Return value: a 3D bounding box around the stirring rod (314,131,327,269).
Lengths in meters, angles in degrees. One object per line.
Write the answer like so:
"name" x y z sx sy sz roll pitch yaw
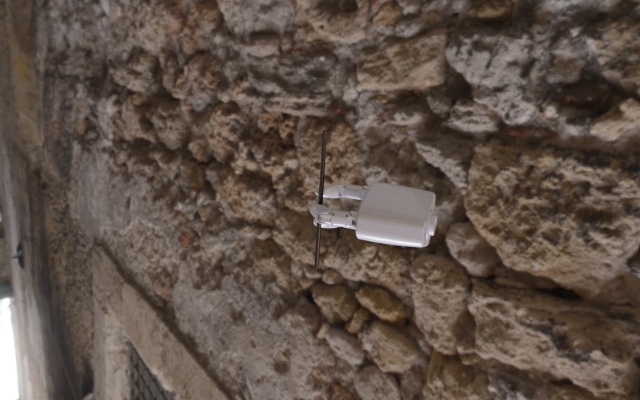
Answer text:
"stirring rod" 0.000 0.003 0.807 0.011 0.239 0.011 3 16 -1
